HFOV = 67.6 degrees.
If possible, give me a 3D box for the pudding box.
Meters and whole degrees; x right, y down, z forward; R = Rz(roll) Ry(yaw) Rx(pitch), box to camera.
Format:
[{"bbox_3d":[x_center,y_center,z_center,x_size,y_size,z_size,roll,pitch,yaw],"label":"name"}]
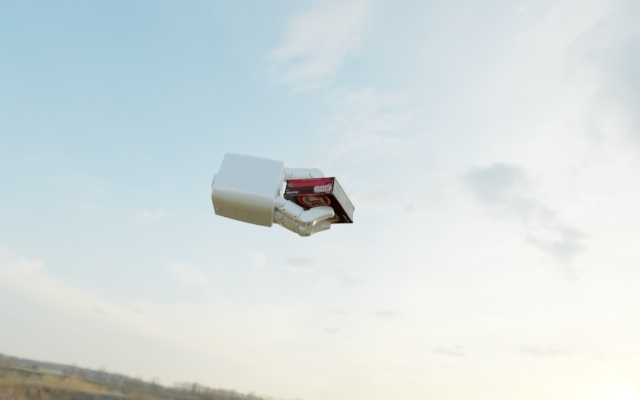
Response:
[{"bbox_3d":[0.000,0.003,0.822,0.090,0.039,0.113,-2,-27,24],"label":"pudding box"}]
